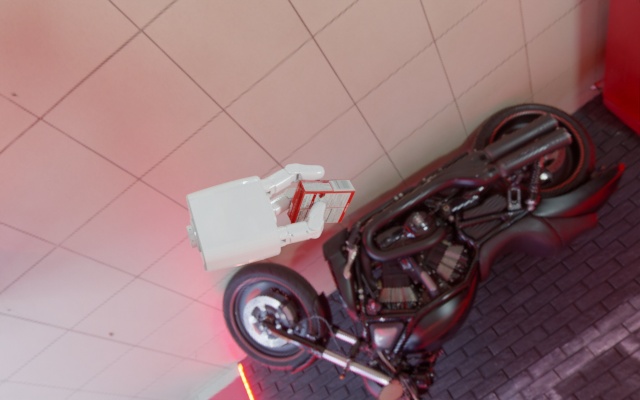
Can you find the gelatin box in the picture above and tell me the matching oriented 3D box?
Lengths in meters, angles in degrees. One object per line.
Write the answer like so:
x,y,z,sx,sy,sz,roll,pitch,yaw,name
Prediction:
0.001,0.003,0.737,0.089,0.030,0.073,-2,-44,-24,gelatin box
